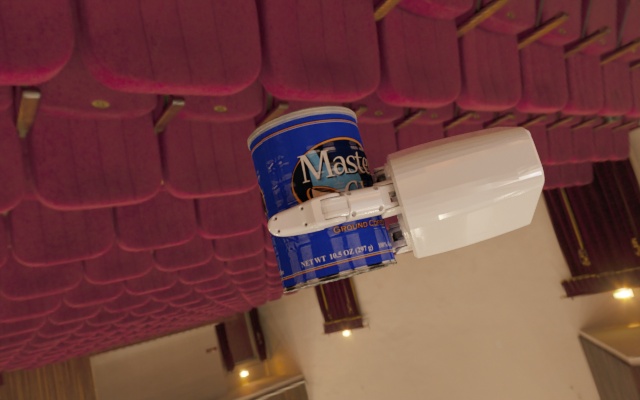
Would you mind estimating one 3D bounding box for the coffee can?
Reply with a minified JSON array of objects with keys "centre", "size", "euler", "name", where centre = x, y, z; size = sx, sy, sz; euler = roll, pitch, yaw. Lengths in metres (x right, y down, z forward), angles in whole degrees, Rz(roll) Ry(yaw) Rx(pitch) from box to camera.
[{"centre":[0.000,0.001,0.428],"size":[0.103,0.140,0.103],"euler":[-14,-10,-3],"name":"coffee can"}]
